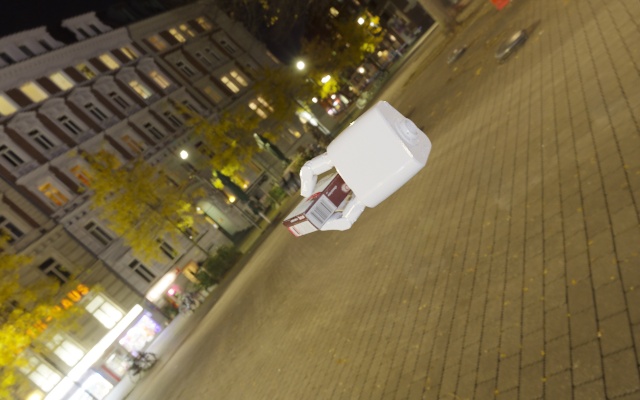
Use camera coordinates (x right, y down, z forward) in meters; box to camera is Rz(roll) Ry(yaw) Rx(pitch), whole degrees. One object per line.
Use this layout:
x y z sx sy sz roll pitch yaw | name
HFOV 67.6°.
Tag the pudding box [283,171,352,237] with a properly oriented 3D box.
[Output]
0.000 0.002 0.759 0.113 0.039 0.090 -48 10 -26 | pudding box
